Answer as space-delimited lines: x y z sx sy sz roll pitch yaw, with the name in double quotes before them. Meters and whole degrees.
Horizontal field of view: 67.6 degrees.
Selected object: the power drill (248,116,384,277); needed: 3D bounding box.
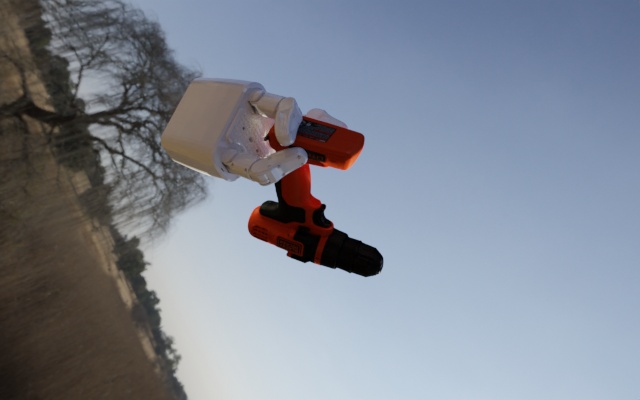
"power drill" 0.000 0.001 0.572 0.184 0.188 0.057 18 38 12
